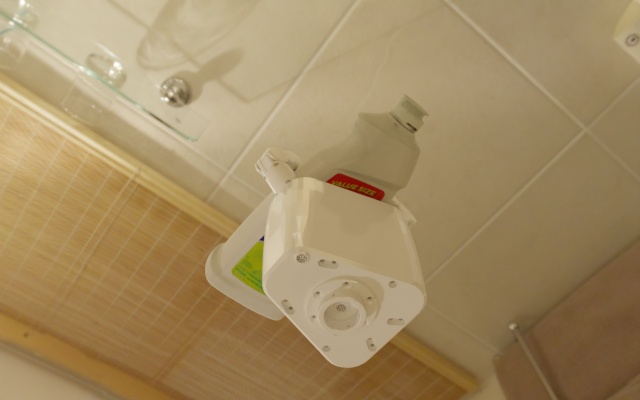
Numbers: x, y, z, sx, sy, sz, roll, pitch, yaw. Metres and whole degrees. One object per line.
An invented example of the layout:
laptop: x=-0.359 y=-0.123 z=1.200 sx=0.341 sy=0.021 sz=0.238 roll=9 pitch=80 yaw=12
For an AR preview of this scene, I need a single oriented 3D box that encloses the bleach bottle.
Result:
bleach bottle: x=0.000 y=0.002 z=0.454 sx=0.102 sy=0.251 sz=0.068 roll=35 pitch=21 yaw=-16
